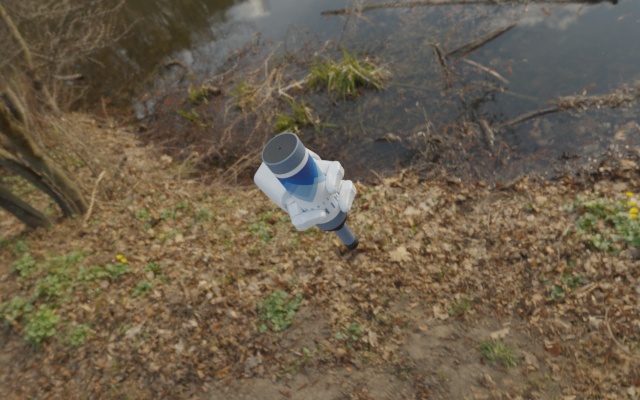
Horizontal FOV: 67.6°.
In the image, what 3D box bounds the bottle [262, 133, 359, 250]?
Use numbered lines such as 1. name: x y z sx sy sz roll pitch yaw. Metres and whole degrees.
1. bottle: 0.000 0.003 0.847 0.069 0.069 0.296 0 -35 32
